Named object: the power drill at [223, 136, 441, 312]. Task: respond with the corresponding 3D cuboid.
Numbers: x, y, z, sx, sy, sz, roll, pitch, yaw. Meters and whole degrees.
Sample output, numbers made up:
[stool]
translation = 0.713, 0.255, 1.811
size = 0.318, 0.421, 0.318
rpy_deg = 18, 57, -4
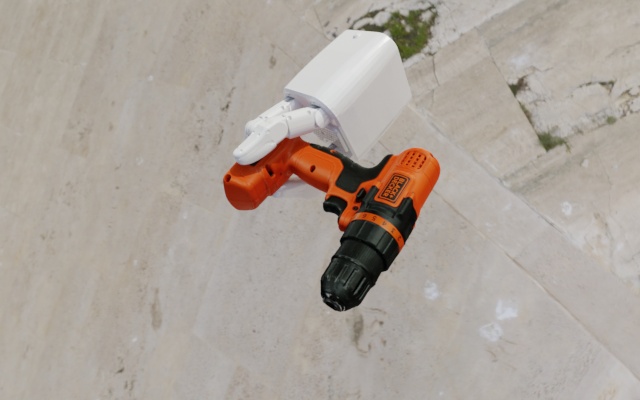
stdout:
[power drill]
translation = 0.000, 0.001, 0.465
size = 0.187, 0.184, 0.057
rpy_deg = 22, -35, 25
